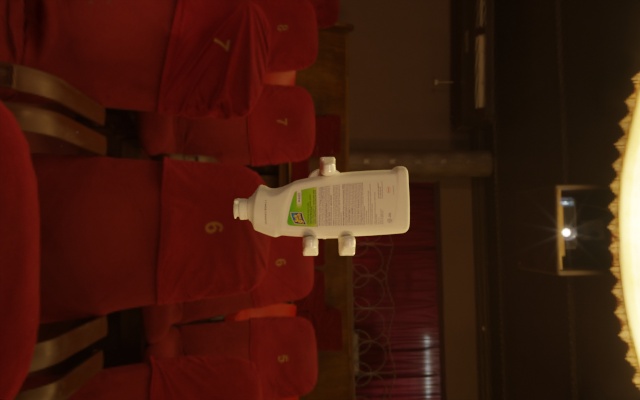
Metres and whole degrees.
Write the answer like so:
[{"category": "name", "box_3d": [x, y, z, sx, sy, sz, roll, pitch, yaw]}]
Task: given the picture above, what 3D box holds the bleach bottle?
[{"category": "bleach bottle", "box_3d": [0.000, 0.002, 0.702, 0.251, 0.102, 0.068, -1, -6, -2]}]
